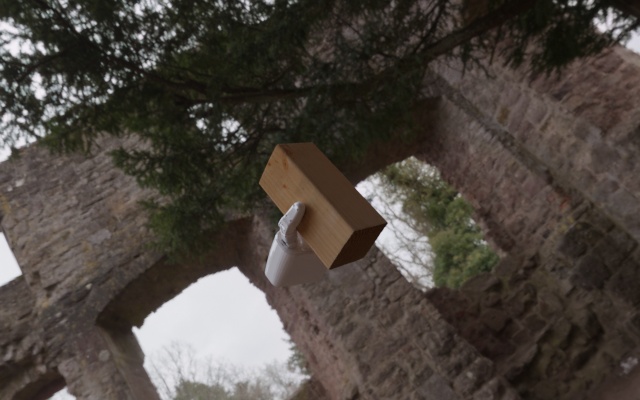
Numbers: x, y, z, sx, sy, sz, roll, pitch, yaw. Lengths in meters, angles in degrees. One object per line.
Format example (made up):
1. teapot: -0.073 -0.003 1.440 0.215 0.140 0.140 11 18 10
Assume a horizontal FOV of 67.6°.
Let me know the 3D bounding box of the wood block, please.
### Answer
1. wood block: 0.000 0.003 0.795 0.091 0.090 0.206 -11 51 -46
